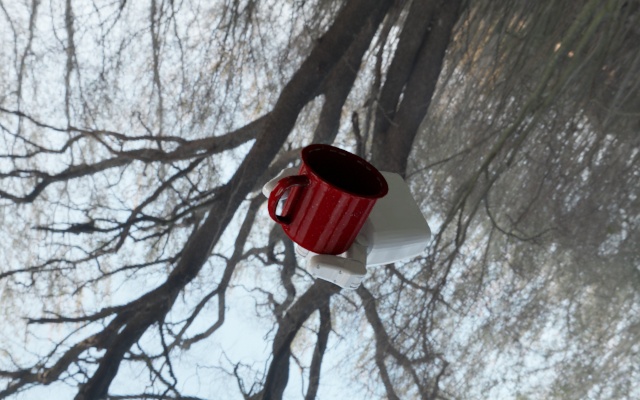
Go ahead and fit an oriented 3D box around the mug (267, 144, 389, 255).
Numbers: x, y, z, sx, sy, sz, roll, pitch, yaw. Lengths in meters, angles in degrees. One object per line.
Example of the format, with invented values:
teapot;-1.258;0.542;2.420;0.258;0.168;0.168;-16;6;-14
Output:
mug;-0.001;0.002;0.475;0.117;0.081;0.093;-1;39;-39
